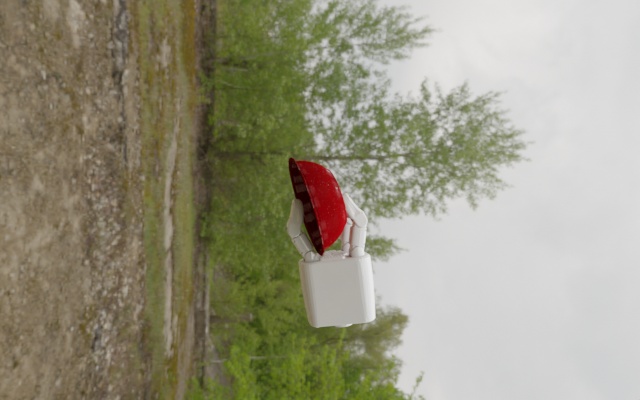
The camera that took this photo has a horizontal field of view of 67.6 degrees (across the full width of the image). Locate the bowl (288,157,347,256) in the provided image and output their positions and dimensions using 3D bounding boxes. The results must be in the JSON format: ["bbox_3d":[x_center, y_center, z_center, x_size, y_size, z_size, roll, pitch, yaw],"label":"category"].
[{"bbox_3d":[0.000,0.001,0.750,0.055,0.162,0.162,-18,3,-9],"label":"bowl"}]
